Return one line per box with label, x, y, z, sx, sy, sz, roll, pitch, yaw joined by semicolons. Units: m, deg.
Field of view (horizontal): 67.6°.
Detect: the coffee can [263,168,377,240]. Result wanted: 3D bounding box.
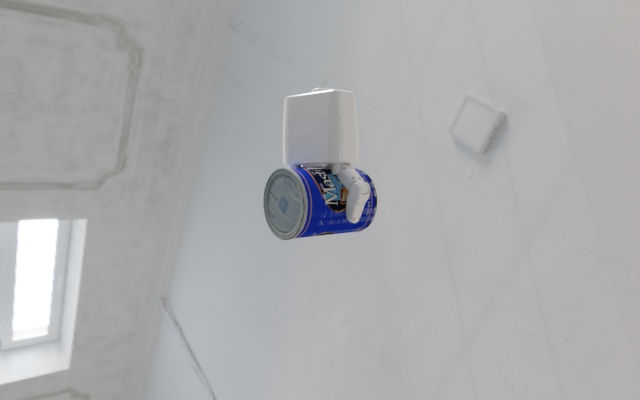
coffee can;0.000;0.003;0.719;0.140;0.103;0.103;-3;2;-39
